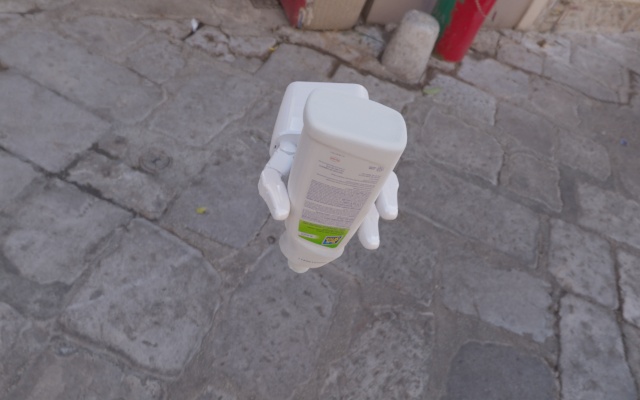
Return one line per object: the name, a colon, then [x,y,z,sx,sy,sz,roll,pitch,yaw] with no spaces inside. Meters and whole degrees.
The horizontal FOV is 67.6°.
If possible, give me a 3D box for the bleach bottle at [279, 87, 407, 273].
bleach bottle: [0.000,0.002,0.524,0.102,0.068,0.251,15,-42,-10]
